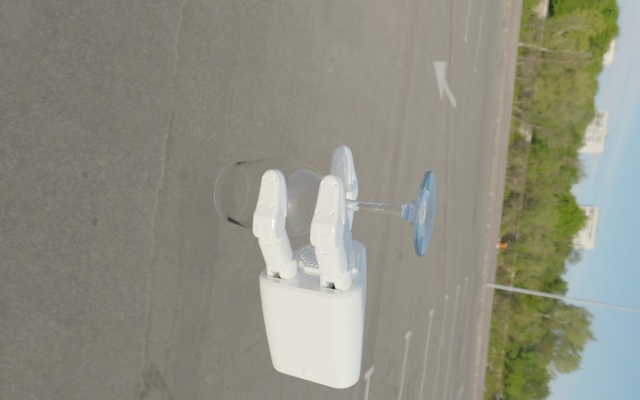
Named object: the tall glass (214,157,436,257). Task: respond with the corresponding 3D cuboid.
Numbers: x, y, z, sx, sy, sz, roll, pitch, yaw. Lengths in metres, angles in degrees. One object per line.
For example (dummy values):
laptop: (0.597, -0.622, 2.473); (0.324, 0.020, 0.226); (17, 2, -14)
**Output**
tall glass: (0.001, 0.001, 0.448); (0.201, 0.079, 0.079); (7, 3, 24)
